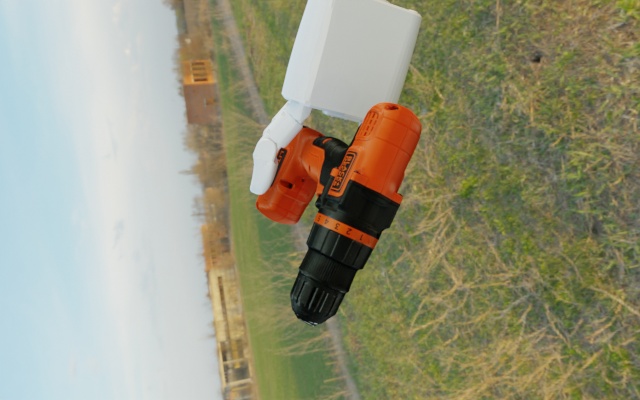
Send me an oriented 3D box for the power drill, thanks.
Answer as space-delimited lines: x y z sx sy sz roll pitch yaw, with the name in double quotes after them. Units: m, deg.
0.000 0.001 0.437 0.057 0.184 0.187 28 -3 -26 "power drill"
